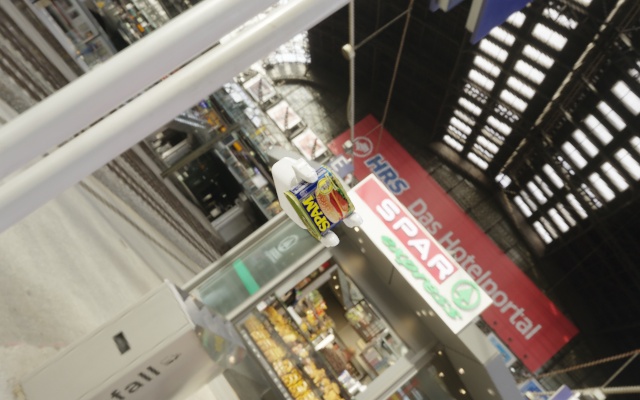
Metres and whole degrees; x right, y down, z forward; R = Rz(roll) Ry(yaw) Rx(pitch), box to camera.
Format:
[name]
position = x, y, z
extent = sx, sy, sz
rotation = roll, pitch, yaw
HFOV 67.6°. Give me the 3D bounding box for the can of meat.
[can of meat]
position = 0.000, 0.002, 0.817
extent = 0.084, 0.102, 0.057
rotation = -37, 26, -11
